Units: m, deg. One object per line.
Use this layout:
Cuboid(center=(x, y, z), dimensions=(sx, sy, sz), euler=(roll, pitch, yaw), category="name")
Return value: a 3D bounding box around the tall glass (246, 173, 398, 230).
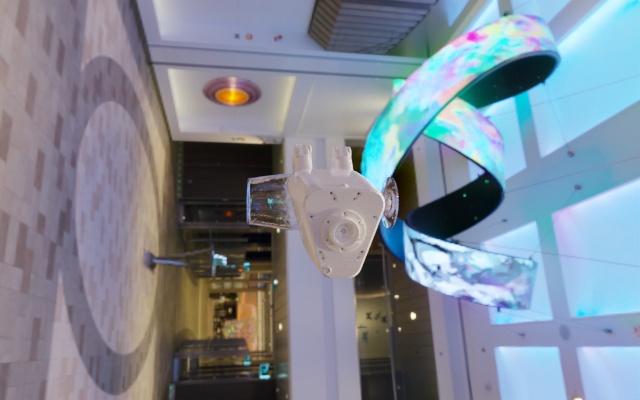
Cuboid(center=(0.001, 0.002, 0.659), dimensions=(0.201, 0.079, 0.079), euler=(1, 0, -11), category="tall glass")
